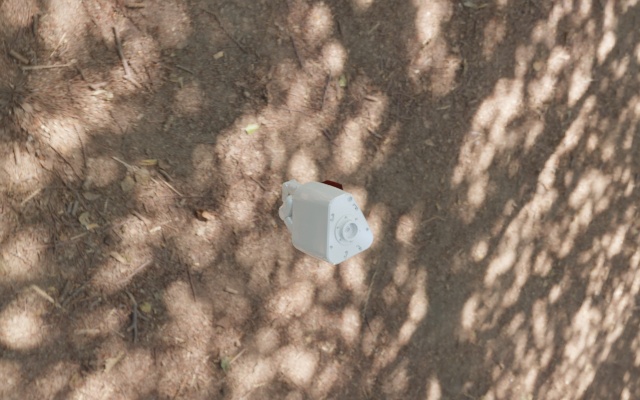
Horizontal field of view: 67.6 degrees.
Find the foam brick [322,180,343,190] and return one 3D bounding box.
[{"bbox_3d":[0.000,0.003,0.856,0.078,0.053,0.051,-24,22,-27],"label":"foam brick"}]
